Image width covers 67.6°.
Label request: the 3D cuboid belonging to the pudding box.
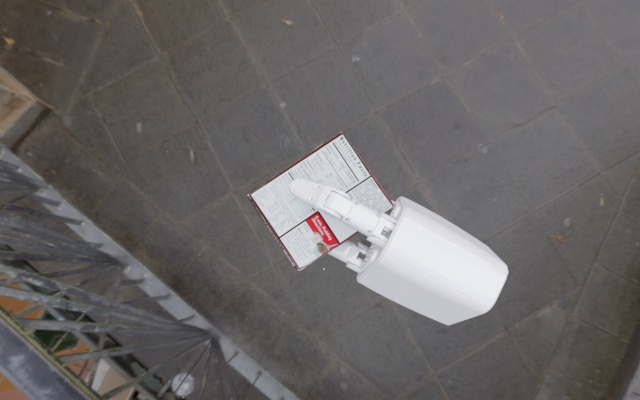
[{"bbox_3d":[0.000,0.002,0.461,0.113,0.090,0.039,-34,-3,-6],"label":"pudding box"}]
